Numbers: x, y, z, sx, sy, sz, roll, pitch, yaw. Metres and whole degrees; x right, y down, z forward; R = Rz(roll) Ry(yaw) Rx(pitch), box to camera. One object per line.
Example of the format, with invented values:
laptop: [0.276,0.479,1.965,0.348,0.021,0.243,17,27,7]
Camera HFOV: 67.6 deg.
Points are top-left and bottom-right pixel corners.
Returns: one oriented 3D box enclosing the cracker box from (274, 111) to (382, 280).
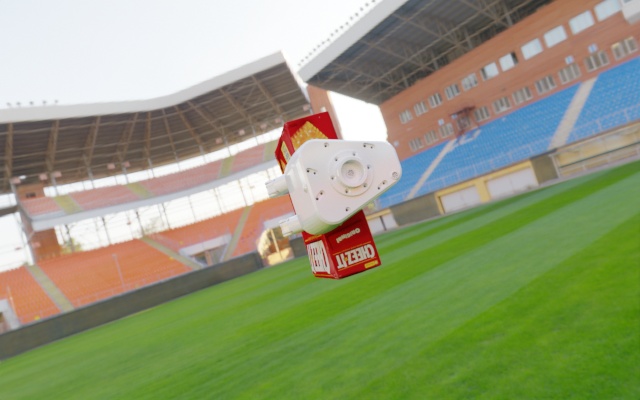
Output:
cracker box: [0.000,0.002,0.686,0.072,0.213,0.164,-17,-4,-12]
